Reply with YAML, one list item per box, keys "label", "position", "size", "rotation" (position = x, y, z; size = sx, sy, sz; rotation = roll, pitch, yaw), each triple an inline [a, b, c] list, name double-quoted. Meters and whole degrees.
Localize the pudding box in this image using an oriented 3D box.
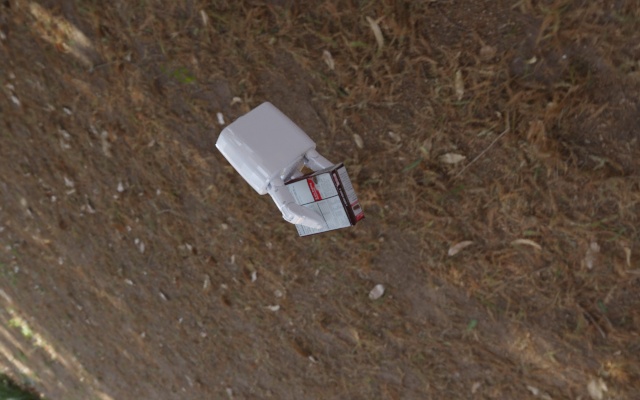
- label: "pudding box"
  position: [0.000, 0.002, 0.717]
  size: [0.113, 0.090, 0.039]
  rotation: [-14, 13, 43]
